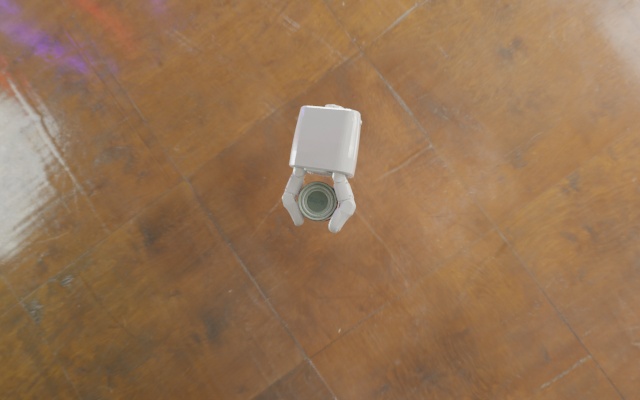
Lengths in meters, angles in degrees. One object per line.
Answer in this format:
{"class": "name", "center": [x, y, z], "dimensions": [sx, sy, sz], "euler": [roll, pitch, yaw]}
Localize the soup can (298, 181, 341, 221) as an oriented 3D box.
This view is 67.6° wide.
{"class": "soup can", "center": [0.000, 0.003, 0.835], "dimensions": [0.068, 0.068, 0.102], "euler": [0, -2, 6]}
